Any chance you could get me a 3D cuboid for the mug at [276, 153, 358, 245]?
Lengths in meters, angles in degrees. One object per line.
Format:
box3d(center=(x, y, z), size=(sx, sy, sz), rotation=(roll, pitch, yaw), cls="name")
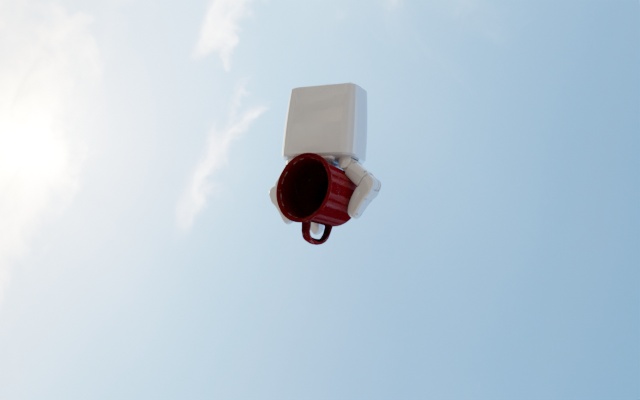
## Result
box3d(center=(0.000, 0.004, 0.647), size=(0.093, 0.117, 0.081), rotation=(-4, -14, 37), cls="mug")
